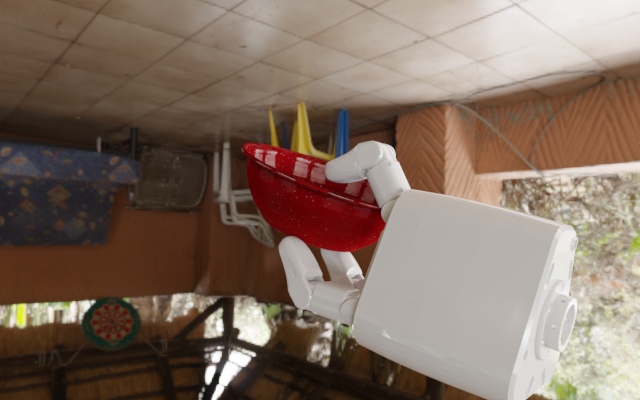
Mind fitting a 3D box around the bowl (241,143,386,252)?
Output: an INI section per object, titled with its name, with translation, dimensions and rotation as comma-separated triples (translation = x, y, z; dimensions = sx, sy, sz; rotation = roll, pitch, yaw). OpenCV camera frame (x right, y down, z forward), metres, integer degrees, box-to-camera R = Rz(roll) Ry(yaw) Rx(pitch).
[bowl]
translation = -0.001, 0.001, 0.424
dimensions = 0.162, 0.055, 0.162
rotation = 19, 12, -4
